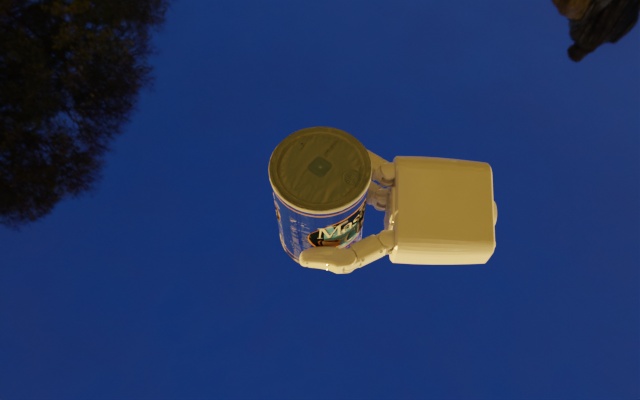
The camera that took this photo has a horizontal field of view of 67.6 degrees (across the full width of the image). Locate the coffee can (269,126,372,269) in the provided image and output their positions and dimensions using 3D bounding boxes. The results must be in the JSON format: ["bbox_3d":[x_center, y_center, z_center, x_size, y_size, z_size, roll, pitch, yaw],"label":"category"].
[{"bbox_3d":[0.000,0.002,0.532,0.103,0.102,0.140,0,-31,0],"label":"coffee can"}]
